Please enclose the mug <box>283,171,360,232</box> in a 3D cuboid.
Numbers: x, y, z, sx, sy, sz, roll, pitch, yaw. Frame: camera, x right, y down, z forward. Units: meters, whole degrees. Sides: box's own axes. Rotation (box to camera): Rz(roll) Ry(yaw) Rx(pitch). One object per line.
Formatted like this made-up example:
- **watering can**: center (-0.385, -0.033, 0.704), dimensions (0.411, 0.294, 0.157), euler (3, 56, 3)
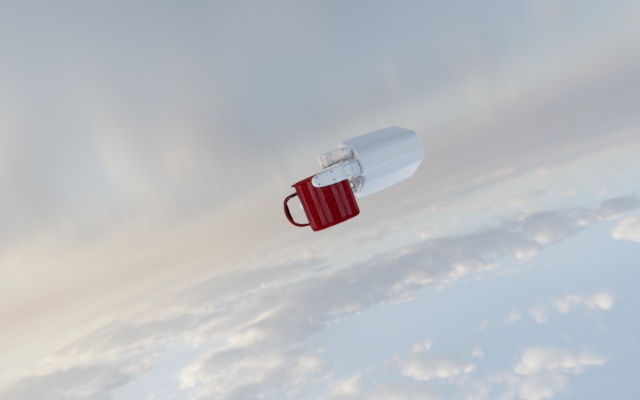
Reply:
- **mug**: center (-0.001, 0.003, 0.745), dimensions (0.117, 0.081, 0.093), euler (-22, 0, -6)
